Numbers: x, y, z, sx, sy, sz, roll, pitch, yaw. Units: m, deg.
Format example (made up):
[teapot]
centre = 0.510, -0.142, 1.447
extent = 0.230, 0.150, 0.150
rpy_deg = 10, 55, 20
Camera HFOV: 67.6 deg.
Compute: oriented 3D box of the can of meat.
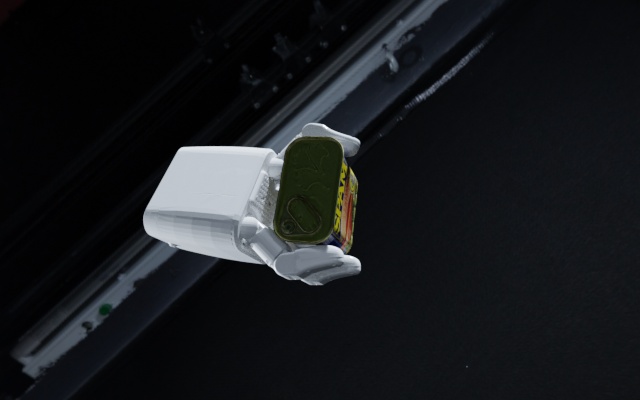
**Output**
[can of meat]
centre = 0.000, 0.002, 0.465
extent = 0.057, 0.102, 0.084
rpy_deg = 3, -18, 17
